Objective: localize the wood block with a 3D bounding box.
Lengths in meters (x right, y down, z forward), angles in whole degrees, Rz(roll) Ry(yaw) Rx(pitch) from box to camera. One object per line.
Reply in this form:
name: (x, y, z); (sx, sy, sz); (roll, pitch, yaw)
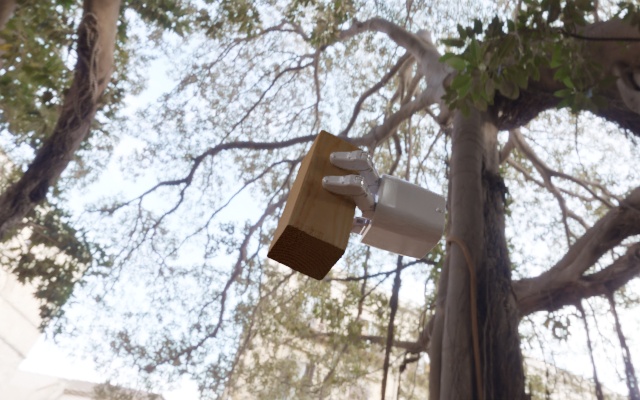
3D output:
wood block: (0.000, 0.003, 0.723); (0.090, 0.206, 0.091); (25, -44, -9)
